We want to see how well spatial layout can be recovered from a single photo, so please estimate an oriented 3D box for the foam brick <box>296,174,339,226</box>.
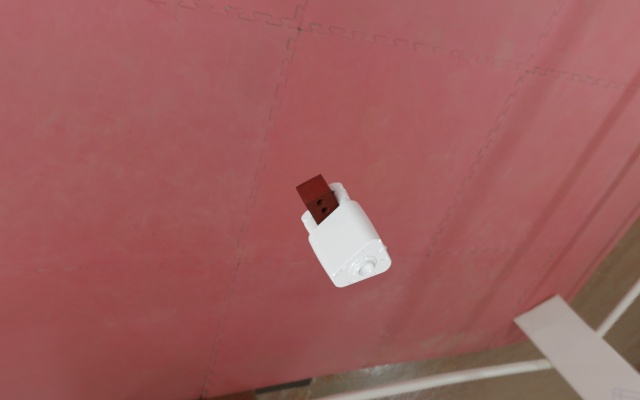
[{"bbox_3d":[0.000,0.003,0.857,0.053,0.078,0.051,-30,43,0],"label":"foam brick"}]
